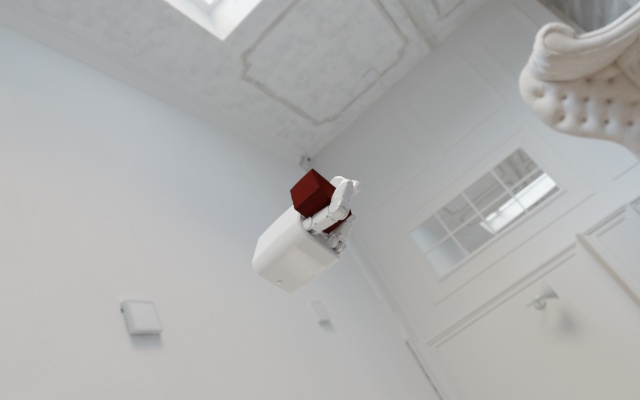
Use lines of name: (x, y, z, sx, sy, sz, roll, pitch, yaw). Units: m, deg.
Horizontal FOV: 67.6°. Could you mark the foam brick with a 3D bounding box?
foam brick: (0.000, 0.002, 0.713, 0.078, 0.051, 0.053, 38, 21, -33)
